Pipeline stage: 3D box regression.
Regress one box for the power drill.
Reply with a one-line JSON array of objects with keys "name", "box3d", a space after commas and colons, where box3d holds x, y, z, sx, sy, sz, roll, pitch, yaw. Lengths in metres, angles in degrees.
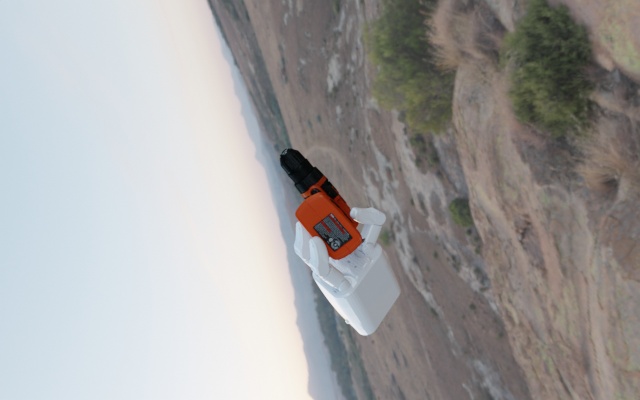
[{"name": "power drill", "box3d": [0.000, 0.003, 0.754, 0.057, 0.184, 0.187, -40, 13, 10]}]
